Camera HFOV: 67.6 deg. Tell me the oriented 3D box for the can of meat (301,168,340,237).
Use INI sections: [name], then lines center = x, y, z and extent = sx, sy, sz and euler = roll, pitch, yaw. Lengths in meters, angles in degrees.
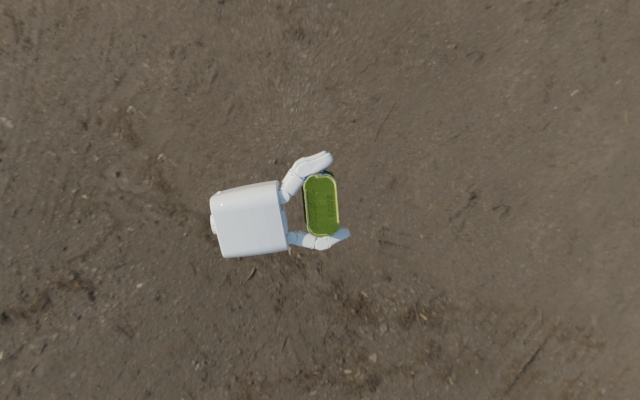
[can of meat]
center = 0.000, 0.003, 0.761
extent = 0.057, 0.102, 0.084
euler = -6, 9, -2
